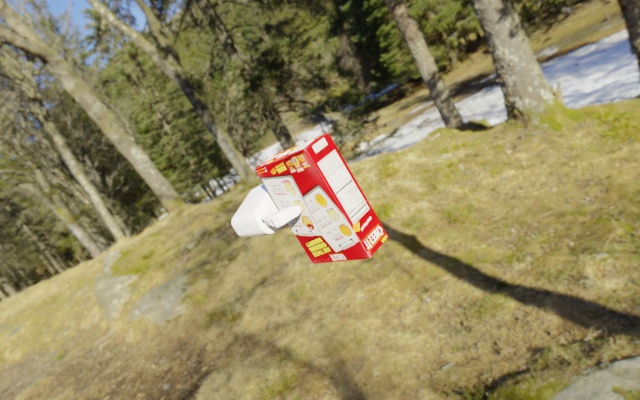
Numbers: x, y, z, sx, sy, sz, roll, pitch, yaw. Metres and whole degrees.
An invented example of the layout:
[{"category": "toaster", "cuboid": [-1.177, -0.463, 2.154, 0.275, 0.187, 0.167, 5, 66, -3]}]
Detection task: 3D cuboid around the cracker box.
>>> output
[{"category": "cracker box", "cuboid": [0.000, 0.003, 0.840, 0.072, 0.214, 0.164, -41, 16, -35]}]
